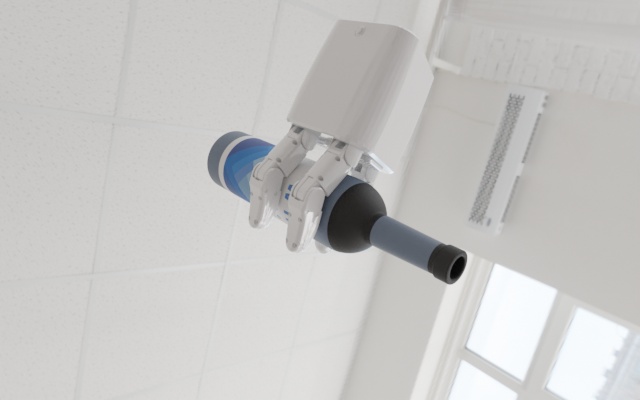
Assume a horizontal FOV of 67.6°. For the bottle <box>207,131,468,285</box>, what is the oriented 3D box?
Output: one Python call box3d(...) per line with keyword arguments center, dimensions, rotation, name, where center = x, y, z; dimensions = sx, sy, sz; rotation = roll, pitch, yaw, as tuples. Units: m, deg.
box3d(center=(0.000, 0.001, 0.443), dimensions=(0.069, 0.069, 0.295), rotation=(0, 19, -46), name="bottle")
